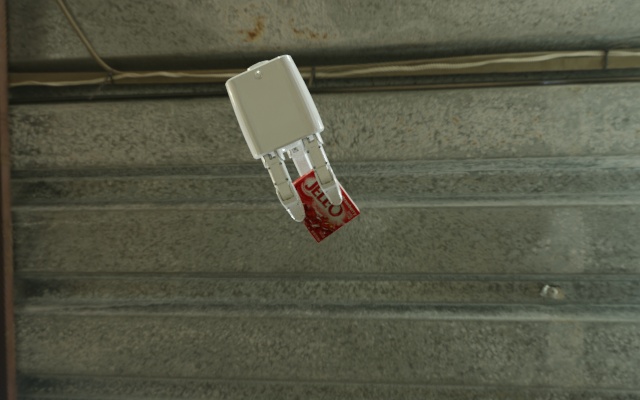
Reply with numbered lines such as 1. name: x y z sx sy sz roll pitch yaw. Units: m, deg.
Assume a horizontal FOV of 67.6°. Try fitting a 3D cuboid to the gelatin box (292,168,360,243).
1. gelatin box: 0.000 0.002 0.663 0.073 0.089 0.030 -36 9 6
